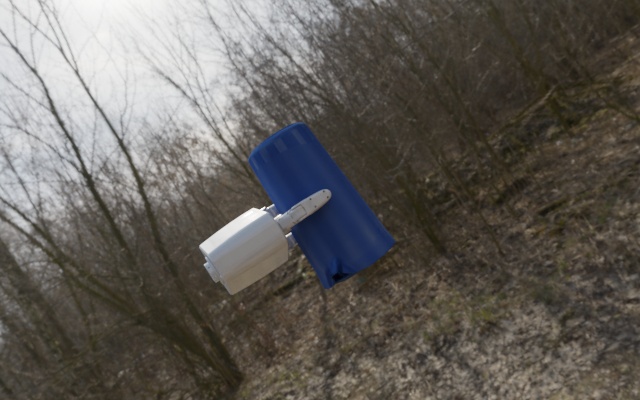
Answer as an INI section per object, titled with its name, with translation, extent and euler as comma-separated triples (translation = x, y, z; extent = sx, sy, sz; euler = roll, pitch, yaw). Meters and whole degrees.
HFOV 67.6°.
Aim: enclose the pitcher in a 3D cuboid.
[pitcher]
translation = 0.000, 0.003, 0.752
extent = 0.145, 0.243, 0.149
euler = -34, 1, -17
